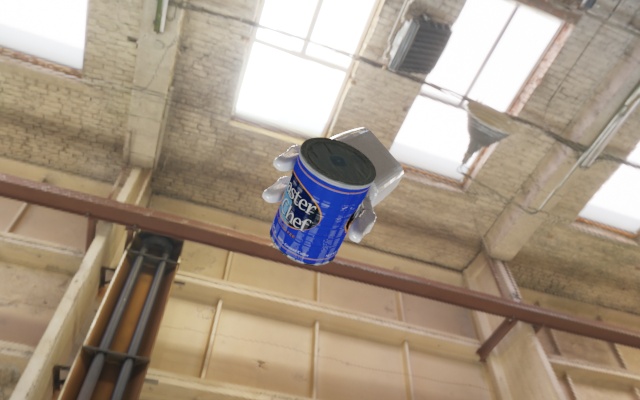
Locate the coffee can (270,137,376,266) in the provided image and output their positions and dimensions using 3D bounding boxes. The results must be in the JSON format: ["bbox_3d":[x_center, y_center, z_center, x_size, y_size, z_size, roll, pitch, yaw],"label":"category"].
[{"bbox_3d":[0.000,0.002,0.638,0.103,0.140,0.102,16,35,-11],"label":"coffee can"}]
